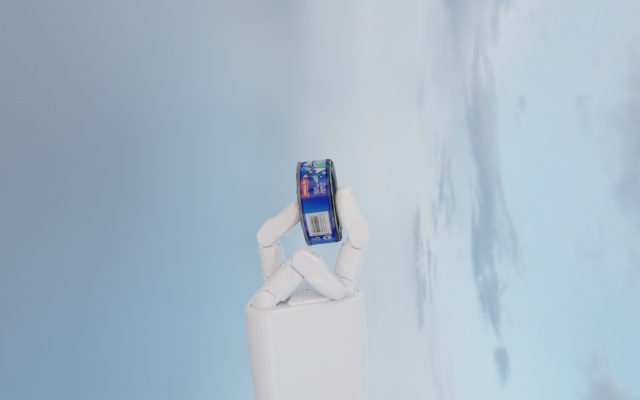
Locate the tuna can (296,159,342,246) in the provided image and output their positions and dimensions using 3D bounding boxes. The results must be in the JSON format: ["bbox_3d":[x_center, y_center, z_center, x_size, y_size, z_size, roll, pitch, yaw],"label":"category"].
[{"bbox_3d":[0.001,0.001,0.480,0.034,0.086,0.086,-7,-1,7],"label":"tuna can"}]
